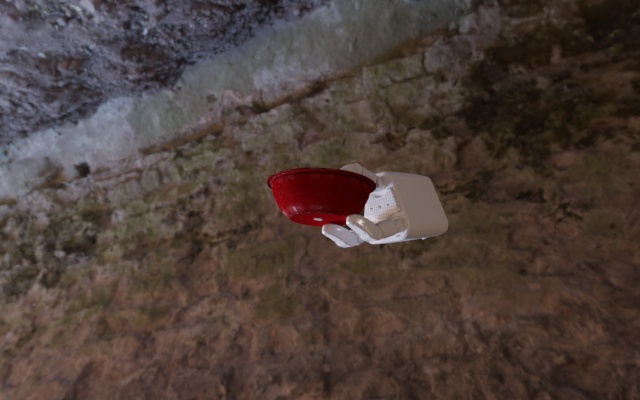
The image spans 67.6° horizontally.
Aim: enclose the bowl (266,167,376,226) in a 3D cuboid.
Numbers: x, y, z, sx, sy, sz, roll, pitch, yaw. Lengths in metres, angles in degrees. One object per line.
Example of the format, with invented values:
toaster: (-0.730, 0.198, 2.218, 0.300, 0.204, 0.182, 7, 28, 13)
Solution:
bowl: (-0.001, 0.003, 0.698, 0.162, 0.055, 0.162, 3, -15, 1)
